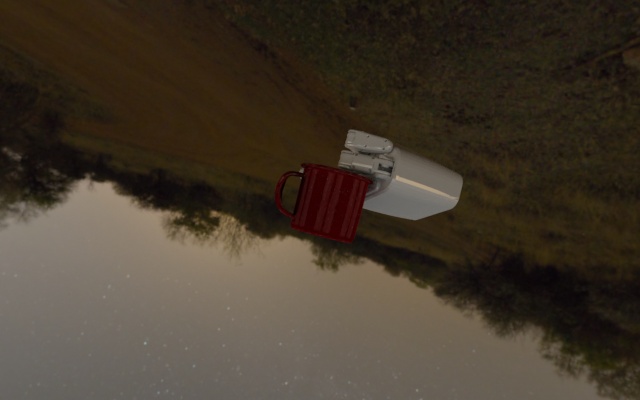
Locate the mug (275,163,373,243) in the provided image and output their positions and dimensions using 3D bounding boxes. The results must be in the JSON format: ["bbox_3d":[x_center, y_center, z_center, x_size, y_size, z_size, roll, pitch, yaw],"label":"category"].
[{"bbox_3d":[-0.001,0.002,0.587,0.117,0.081,0.093,15,-3,-23],"label":"mug"}]
